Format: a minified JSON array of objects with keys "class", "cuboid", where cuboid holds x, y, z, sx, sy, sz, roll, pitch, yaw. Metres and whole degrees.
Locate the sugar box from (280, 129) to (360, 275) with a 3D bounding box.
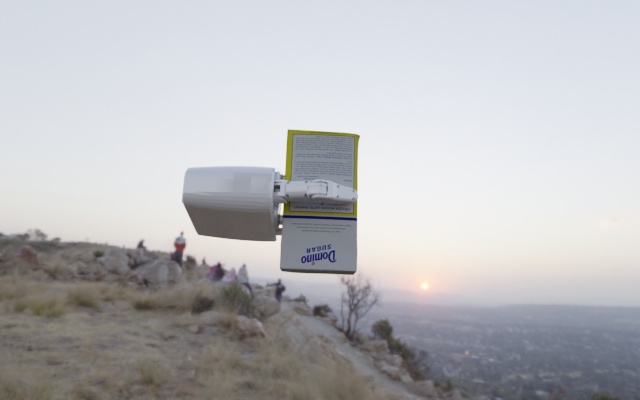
[{"class":"sugar box","cuboid":[0.000,0.002,0.595,0.093,0.176,0.048,3,-12,-1]}]
